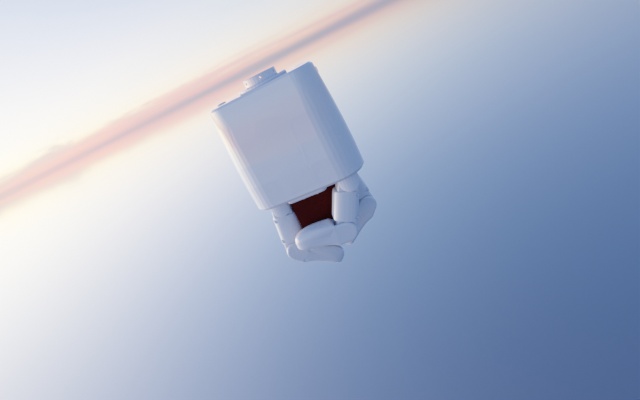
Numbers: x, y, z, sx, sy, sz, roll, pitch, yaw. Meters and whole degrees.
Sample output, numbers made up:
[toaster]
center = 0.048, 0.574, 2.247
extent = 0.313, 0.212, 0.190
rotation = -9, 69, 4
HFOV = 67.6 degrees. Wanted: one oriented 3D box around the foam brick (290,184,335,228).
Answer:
[foam brick]
center = 0.000, 0.002, 0.503
extent = 0.053, 0.051, 0.078
rotation = -27, 17, 2
